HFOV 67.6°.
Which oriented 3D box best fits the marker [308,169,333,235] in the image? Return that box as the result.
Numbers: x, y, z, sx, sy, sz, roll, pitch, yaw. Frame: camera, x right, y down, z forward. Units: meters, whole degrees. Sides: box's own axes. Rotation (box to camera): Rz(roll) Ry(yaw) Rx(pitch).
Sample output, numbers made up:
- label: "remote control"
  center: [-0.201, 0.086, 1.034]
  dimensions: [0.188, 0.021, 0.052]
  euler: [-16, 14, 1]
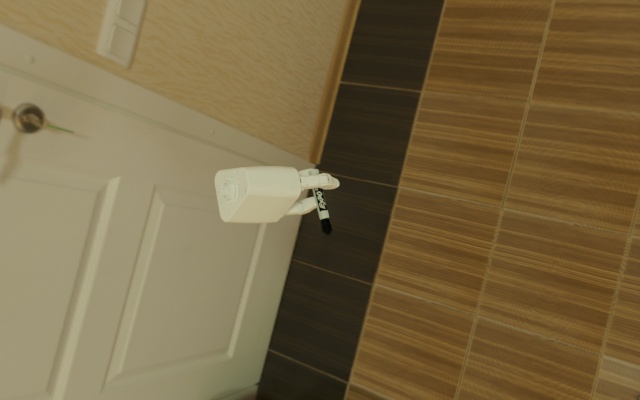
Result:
- label: "marker"
  center: [0.000, 0.003, 0.855]
  dimensions: [0.020, 0.121, 0.020]
  euler: [-13, -14, -3]
